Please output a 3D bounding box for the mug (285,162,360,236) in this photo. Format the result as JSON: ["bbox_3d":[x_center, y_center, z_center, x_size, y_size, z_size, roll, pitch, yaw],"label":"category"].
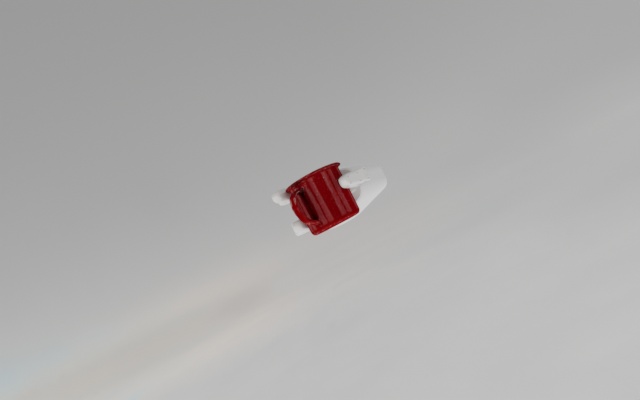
[{"bbox_3d":[-0.001,0.003,0.707,0.093,0.081,0.117,-31,-7,34],"label":"mug"}]
